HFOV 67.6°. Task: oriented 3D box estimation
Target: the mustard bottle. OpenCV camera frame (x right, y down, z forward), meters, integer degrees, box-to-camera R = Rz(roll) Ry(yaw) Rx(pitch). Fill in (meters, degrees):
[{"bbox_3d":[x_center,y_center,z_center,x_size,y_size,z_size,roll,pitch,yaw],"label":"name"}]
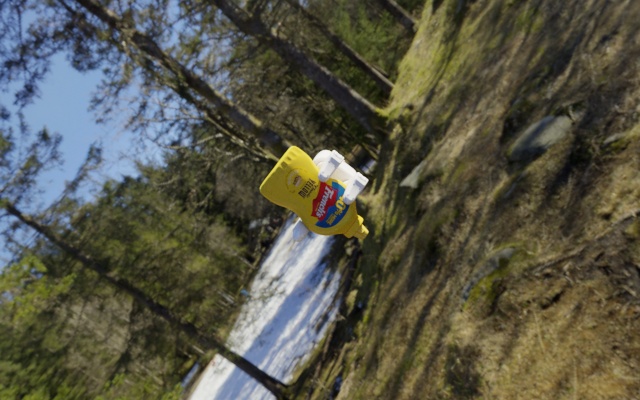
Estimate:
[{"bbox_3d":[0.000,0.002,0.798,0.191,0.096,0.058,37,-12,-7],"label":"mustard bottle"}]
